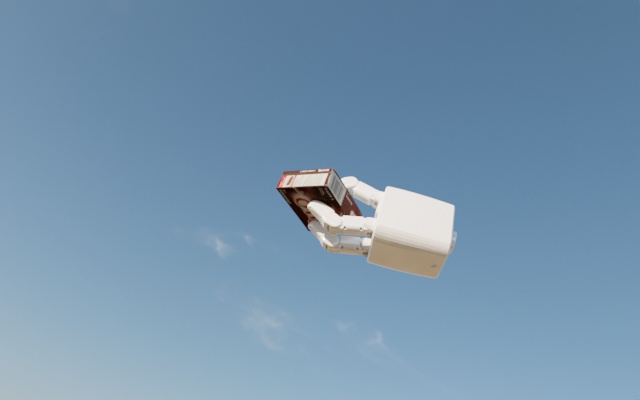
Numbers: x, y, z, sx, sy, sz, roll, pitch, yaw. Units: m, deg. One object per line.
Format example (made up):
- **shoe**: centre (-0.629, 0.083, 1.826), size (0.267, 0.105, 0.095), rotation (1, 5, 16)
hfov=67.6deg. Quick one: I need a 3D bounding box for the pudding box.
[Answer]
- **pudding box**: centre (0.000, 0.002, 0.716), size (0.090, 0.039, 0.114), rotation (-2, -42, 32)
